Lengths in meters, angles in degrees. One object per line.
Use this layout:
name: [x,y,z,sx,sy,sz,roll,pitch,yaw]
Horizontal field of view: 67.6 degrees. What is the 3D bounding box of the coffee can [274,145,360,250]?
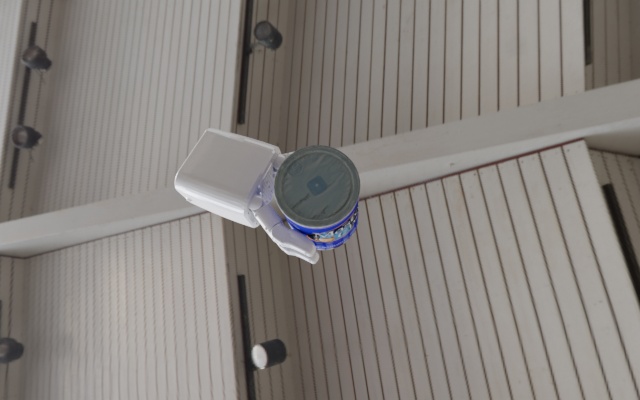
coffee can: [0.000,0.002,0.627,0.103,0.102,0.140,0,-17,4]
